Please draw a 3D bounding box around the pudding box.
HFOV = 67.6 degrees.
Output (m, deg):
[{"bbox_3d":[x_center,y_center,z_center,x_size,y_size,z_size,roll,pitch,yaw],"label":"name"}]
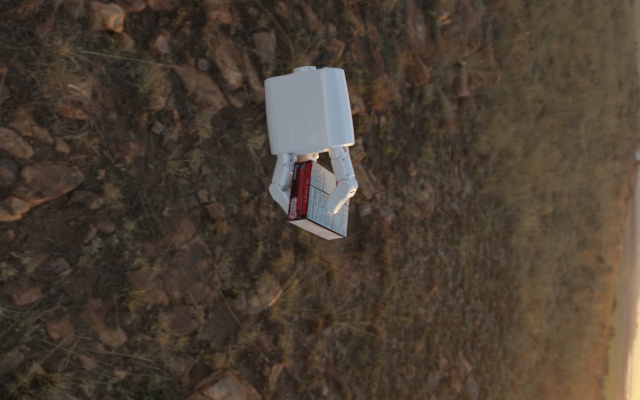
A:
[{"bbox_3d":[0.000,0.002,0.704,0.039,0.090,0.113,-7,-22,35],"label":"pudding box"}]
